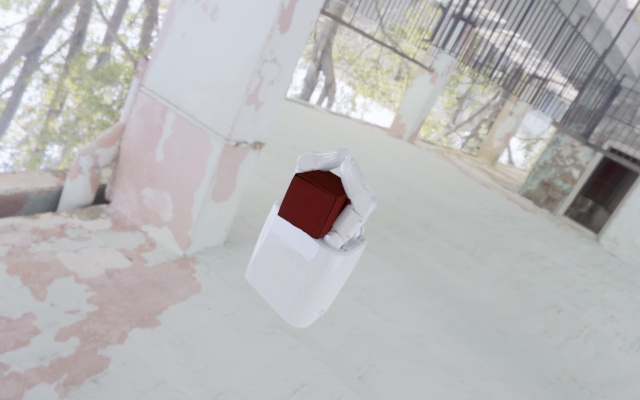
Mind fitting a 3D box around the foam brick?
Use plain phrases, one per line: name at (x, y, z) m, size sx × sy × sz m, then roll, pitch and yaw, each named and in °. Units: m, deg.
foam brick at (0.000, 0.002, 0.511) m, size 0.053 × 0.051 × 0.078 m, roll 32°, pitch 18°, yaw 17°
